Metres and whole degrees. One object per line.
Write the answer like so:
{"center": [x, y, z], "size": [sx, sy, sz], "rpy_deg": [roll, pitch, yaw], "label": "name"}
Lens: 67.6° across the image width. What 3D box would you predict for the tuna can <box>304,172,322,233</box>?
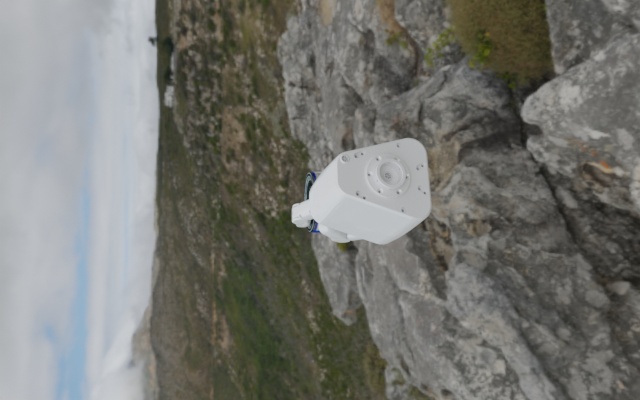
{"center": [0.000, 0.002, 0.663], "size": [0.034, 0.086, 0.086], "rpy_deg": [-1, 0, -12], "label": "tuna can"}
